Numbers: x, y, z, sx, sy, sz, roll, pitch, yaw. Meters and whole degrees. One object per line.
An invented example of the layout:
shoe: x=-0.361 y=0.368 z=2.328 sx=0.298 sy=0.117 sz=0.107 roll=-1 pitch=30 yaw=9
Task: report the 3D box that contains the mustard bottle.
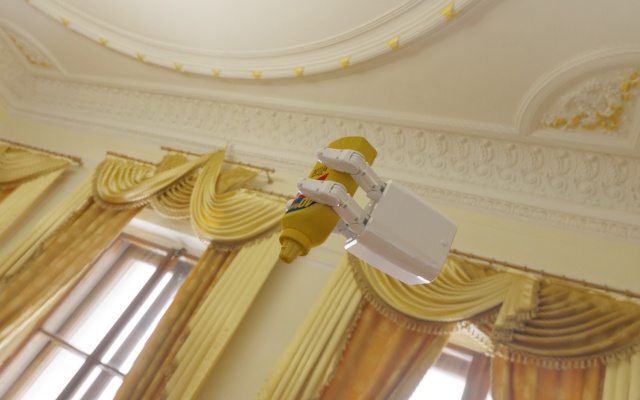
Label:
mustard bottle: x=0.000 y=0.002 z=0.619 sx=0.058 sy=0.191 sz=0.096 roll=46 pitch=-35 yaw=-22
